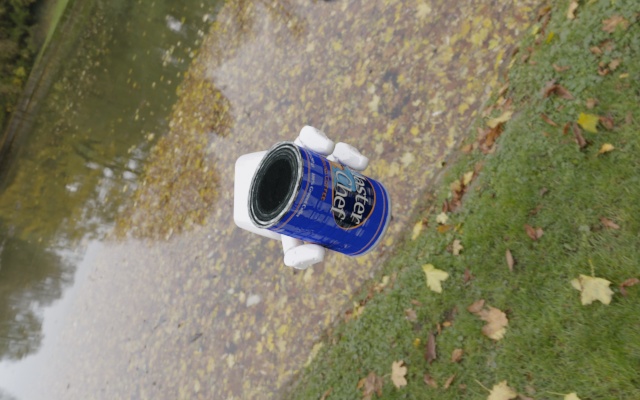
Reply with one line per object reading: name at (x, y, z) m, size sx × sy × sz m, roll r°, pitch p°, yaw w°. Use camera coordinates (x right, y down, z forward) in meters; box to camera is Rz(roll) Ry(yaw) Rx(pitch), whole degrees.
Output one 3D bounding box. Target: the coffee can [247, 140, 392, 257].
coffee can at (0.000, 0.002, 0.565) m, size 0.140 × 0.103 × 0.103 m, roll 21°, pitch -13°, yaw -36°
